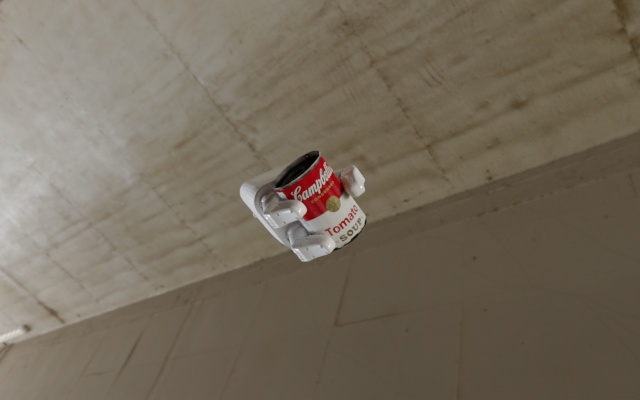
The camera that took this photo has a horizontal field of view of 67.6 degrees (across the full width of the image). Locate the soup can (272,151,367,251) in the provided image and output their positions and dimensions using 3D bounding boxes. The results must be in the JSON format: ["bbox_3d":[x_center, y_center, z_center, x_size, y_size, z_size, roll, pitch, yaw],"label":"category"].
[{"bbox_3d":[0.001,0.002,0.564,0.068,0.102,0.068,-32,21,14],"label":"soup can"}]
